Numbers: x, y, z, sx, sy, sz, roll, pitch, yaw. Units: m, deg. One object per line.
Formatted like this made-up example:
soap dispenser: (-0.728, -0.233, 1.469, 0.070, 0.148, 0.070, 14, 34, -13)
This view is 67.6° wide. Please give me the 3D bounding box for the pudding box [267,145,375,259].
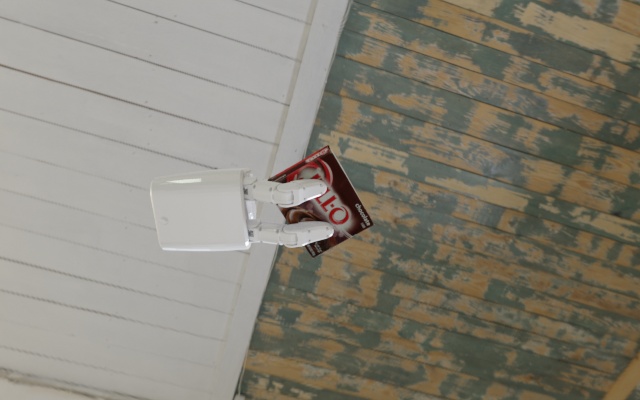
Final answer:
pudding box: (0.000, 0.002, 0.588, 0.090, 0.113, 0.039, -29, 22, 8)
